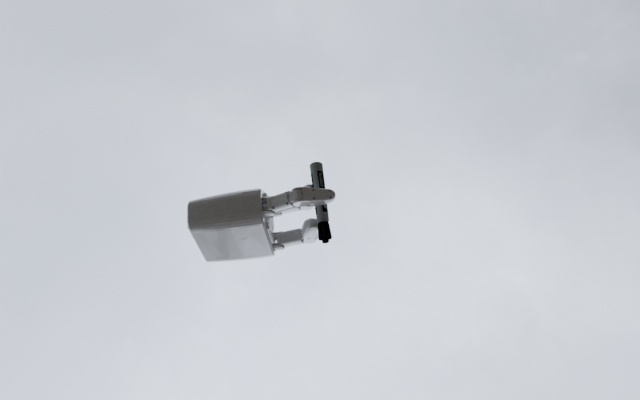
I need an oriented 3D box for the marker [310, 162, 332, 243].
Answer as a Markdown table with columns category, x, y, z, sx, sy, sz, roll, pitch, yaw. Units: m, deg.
| category | x | y | z | sx | sy | sz | roll | pitch | yaw |
| --- | --- | --- | --- | --- | --- | --- | --- | --- | --- |
| marker | 0.000 | 0.002 | 0.670 | 0.020 | 0.121 | 0.020 | -6 | -25 | -3 |
